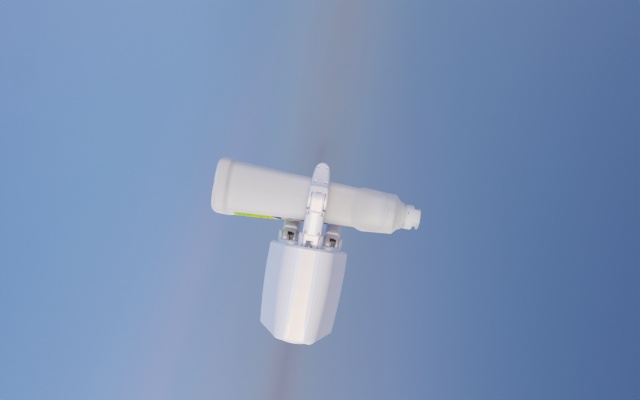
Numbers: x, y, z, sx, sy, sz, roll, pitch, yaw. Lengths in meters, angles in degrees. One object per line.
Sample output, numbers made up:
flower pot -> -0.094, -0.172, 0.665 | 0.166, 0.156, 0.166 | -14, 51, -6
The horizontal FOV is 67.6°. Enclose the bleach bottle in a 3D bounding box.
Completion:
bleach bottle -> 0.000, 0.002, 0.595 | 0.251, 0.068, 0.102 | 9, -3, -1
